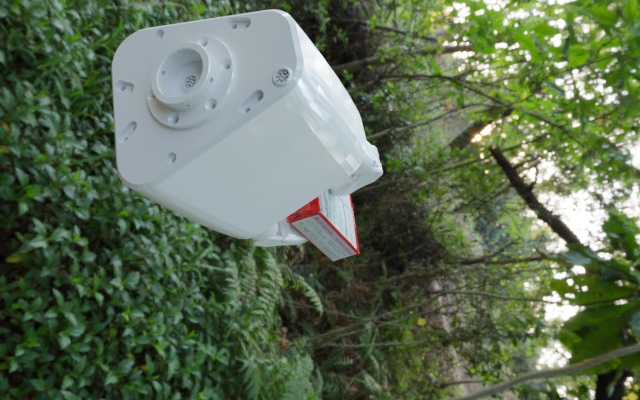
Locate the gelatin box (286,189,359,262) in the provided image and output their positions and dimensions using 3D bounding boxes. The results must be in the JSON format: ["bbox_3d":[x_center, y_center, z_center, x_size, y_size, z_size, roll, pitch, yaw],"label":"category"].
[{"bbox_3d":[0.001,0.001,0.405,0.030,0.073,0.089,-19,-34,18],"label":"gelatin box"}]
